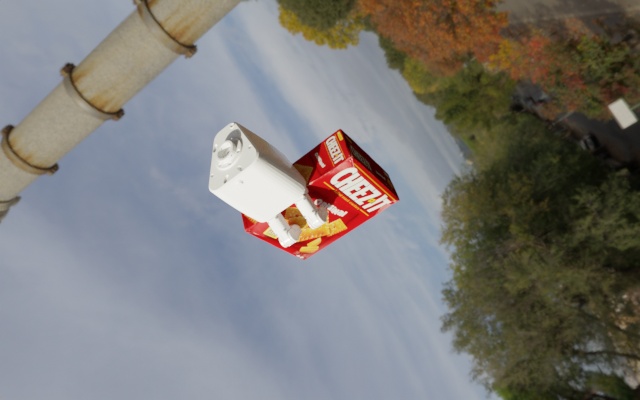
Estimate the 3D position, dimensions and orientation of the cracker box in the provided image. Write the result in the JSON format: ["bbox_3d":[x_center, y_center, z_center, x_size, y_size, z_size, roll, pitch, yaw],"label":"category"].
[{"bbox_3d":[0.000,0.003,0.794,0.214,0.072,0.164,-34,-39,19],"label":"cracker box"}]
